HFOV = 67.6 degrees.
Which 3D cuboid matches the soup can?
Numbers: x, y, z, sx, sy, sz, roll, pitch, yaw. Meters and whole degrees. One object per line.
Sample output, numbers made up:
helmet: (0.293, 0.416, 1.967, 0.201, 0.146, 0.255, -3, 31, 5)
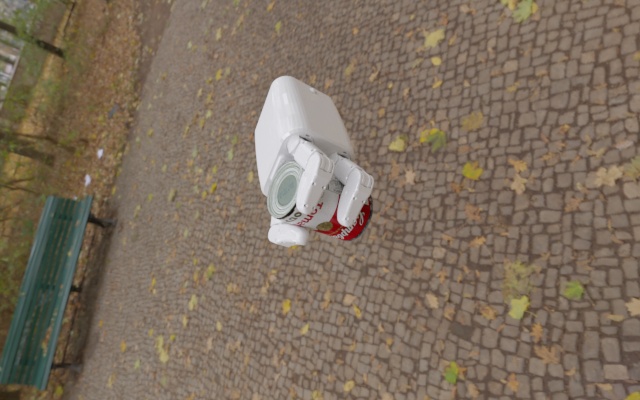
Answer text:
soup can: (0.000, 0.002, 0.539, 0.102, 0.068, 0.068, 20, -12, -35)
